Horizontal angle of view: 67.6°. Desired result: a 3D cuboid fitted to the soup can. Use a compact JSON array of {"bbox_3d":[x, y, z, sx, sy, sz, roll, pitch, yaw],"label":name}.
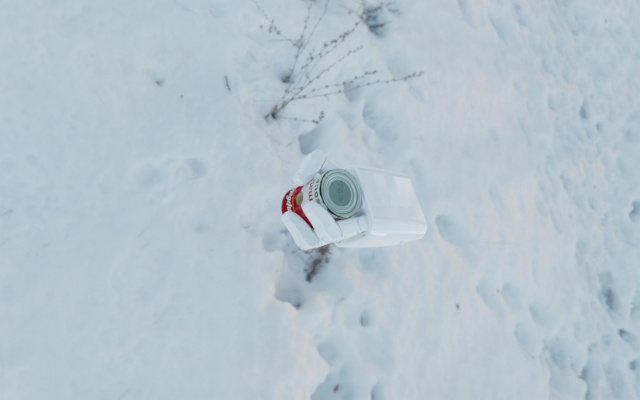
[{"bbox_3d":[0.000,0.002,0.653,0.068,0.068,0.102,0,-14,-35],"label":"soup can"}]
